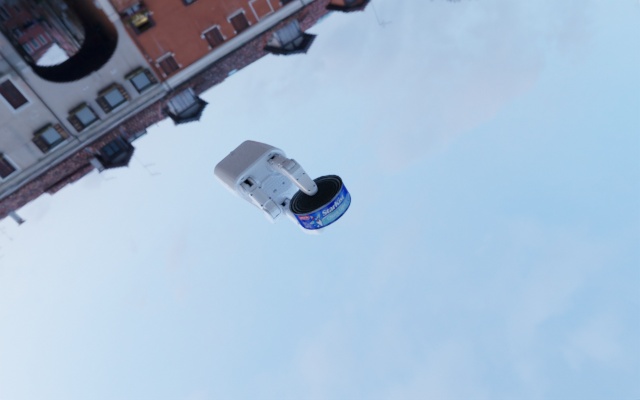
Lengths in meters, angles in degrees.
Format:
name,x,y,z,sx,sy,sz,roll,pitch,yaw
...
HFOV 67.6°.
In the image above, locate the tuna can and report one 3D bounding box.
name,x,y,z,sx,sy,sz,roll,pitch,yaw
tuna can,0.000,0.003,0.682,0.086,0.034,0.086,-24,29,15
